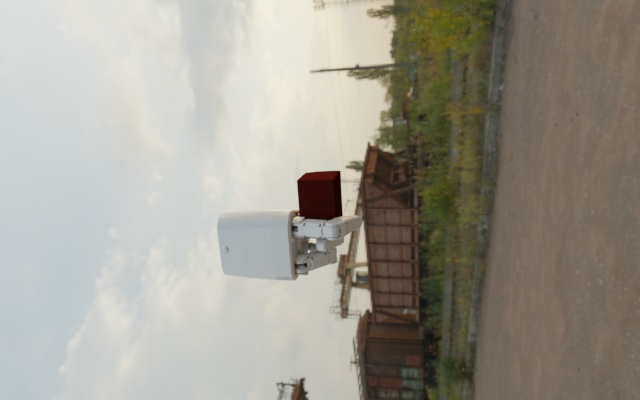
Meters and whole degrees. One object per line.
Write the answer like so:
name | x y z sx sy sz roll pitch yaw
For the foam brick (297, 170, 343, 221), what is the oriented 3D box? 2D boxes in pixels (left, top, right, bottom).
foam brick | 0.000 0.002 0.657 0.051 0.078 0.053 1 16 14
